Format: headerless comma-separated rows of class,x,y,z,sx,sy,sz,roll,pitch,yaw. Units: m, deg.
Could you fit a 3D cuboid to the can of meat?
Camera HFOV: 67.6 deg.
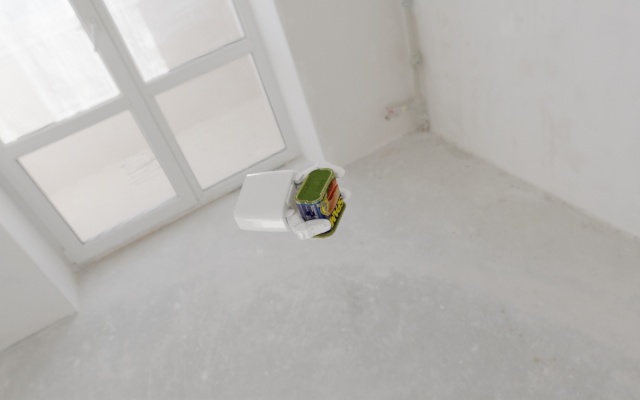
can of meat,0.000,0.003,0.859,0.057,0.084,0.102,0,40,25
